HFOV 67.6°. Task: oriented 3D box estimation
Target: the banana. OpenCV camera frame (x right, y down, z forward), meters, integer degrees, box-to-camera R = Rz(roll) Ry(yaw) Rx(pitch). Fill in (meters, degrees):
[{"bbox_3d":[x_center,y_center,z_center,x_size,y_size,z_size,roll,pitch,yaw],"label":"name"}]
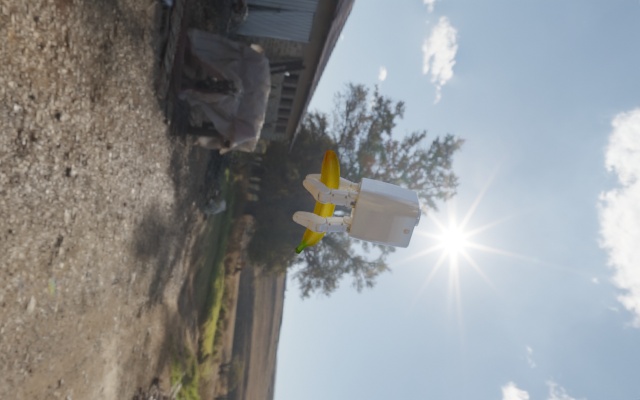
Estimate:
[{"bbox_3d":[0.005,0.004,0.869,0.037,0.198,0.069,20,13,16],"label":"banana"}]
